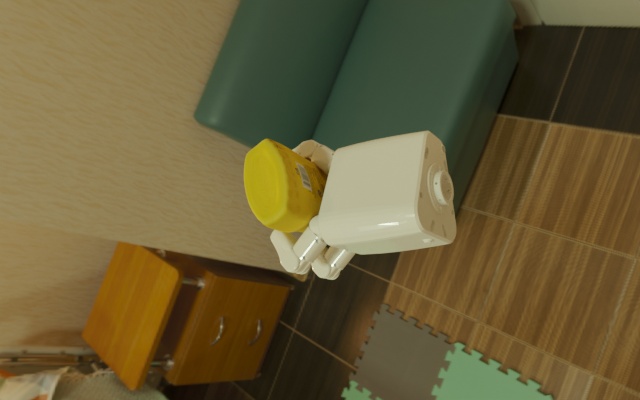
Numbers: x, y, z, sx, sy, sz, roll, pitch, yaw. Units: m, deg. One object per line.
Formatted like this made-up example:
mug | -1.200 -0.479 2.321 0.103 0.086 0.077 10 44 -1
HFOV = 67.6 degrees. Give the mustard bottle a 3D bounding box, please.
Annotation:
mustard bottle | 0.000 0.002 0.550 0.058 0.096 0.192 -35 -33 25
